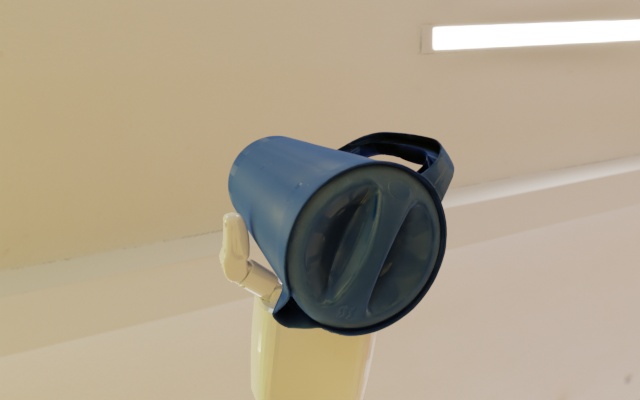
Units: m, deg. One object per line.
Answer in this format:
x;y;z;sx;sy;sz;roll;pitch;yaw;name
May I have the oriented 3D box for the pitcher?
0.000;0.002;0.444;0.149;0.145;0.242;-1;16;-24;pitcher
